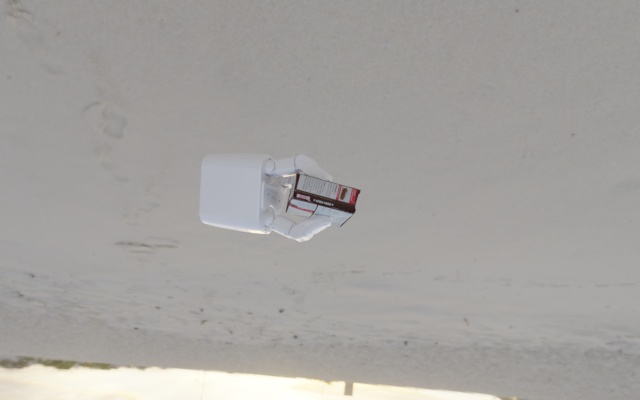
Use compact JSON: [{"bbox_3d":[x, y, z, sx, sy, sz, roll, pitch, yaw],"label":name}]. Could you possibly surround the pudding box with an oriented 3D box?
[{"bbox_3d":[0.000,0.002,0.677,0.090,0.039,0.113,14,-12,-5],"label":"pudding box"}]
